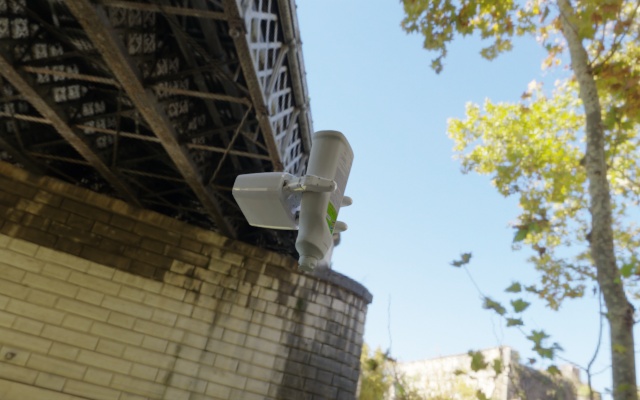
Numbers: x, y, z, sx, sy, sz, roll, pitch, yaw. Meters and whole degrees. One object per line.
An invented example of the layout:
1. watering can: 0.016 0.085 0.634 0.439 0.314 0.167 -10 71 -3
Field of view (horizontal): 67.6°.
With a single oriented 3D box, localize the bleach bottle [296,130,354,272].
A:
1. bleach bottle: 0.000 0.003 0.860 0.068 0.250 0.103 2 -28 25
